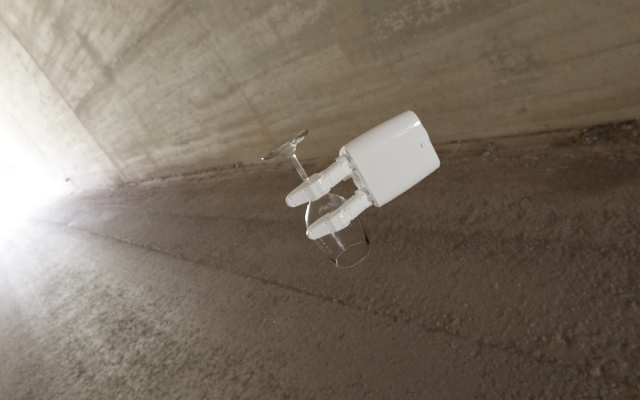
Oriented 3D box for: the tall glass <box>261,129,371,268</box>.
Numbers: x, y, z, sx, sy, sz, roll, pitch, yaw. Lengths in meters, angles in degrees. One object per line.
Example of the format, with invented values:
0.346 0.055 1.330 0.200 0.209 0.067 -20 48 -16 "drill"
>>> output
0.000 0.002 0.686 0.079 0.201 0.079 -28 20 11 "tall glass"
